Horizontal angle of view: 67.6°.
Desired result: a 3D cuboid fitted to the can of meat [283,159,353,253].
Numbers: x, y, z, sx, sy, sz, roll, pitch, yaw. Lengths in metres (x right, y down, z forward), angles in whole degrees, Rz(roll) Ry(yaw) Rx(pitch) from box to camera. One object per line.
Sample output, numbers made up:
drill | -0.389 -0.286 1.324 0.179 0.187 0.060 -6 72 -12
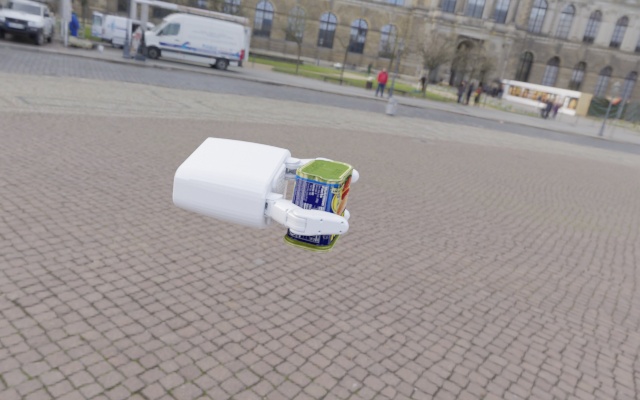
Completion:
can of meat | 0.000 0.002 0.554 0.057 0.084 0.102 13 17 11
